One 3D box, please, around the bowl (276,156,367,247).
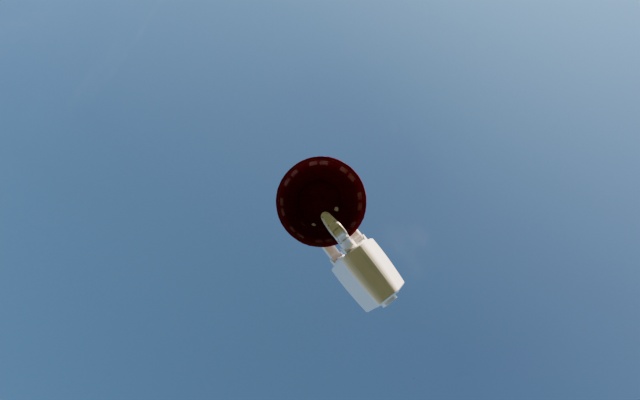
[{"bbox_3d":[0.000,0.002,0.870,0.162,0.162,0.055,0,-1,-4],"label":"bowl"}]
